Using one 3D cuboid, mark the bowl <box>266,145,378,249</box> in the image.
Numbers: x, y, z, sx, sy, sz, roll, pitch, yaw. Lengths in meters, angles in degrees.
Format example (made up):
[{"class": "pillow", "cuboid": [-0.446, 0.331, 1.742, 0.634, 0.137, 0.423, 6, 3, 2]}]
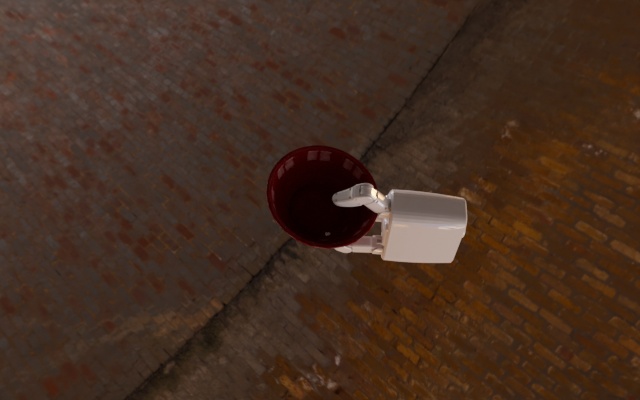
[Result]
[{"class": "bowl", "cuboid": [-0.001, 0.002, 0.690, 0.162, 0.162, 0.055, 0, -26, -13]}]
